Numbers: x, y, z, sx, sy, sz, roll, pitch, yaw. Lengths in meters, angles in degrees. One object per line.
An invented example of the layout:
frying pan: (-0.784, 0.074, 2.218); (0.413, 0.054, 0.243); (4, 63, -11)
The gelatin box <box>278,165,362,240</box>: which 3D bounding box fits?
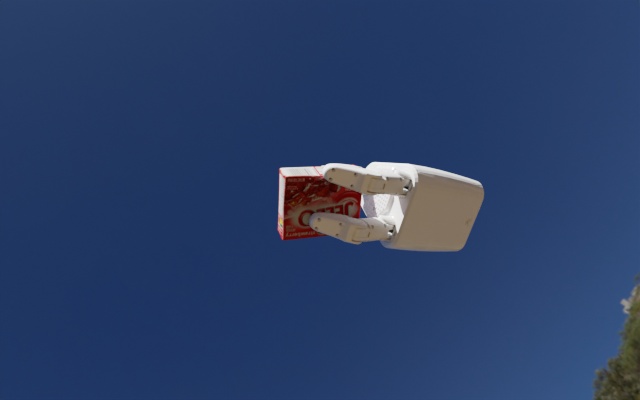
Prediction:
gelatin box: (0.000, 0.002, 0.515); (0.089, 0.073, 0.030); (-4, 24, -18)
